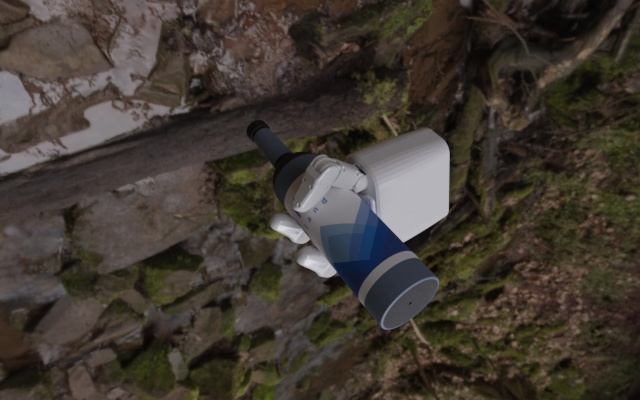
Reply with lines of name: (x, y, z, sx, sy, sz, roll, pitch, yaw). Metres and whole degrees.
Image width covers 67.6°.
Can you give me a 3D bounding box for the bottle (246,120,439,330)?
bottle: (0.000, 0.002, 0.506, 0.069, 0.069, 0.295, 0, 38, -43)
